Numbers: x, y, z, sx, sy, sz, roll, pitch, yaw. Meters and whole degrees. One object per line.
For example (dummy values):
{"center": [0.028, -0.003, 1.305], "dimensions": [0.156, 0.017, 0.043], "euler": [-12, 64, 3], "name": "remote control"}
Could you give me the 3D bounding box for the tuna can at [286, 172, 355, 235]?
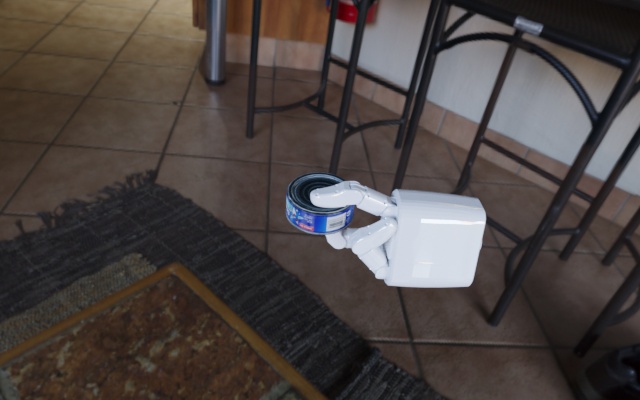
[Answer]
{"center": [0.000, 0.001, 0.590], "dimensions": [0.086, 0.034, 0.086], "euler": [3, 38, -2], "name": "tuna can"}
